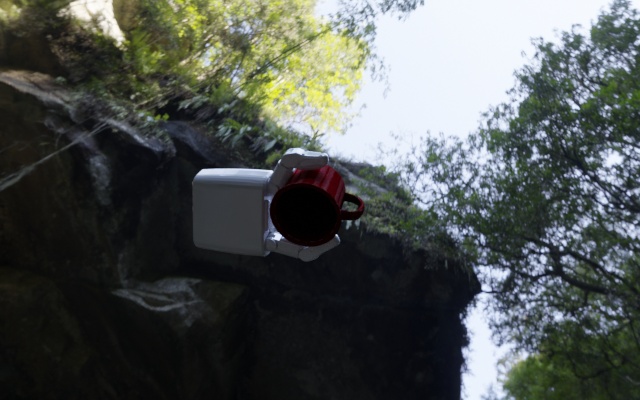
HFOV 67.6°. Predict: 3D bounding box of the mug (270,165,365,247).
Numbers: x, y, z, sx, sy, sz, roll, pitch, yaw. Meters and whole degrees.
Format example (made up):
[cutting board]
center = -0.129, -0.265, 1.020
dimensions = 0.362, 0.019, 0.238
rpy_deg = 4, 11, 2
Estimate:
[mug]
center = 0.002, 0.002, 0.632
dimensions = 0.117, 0.093, 0.081
rpy_deg = 6, 29, 10
